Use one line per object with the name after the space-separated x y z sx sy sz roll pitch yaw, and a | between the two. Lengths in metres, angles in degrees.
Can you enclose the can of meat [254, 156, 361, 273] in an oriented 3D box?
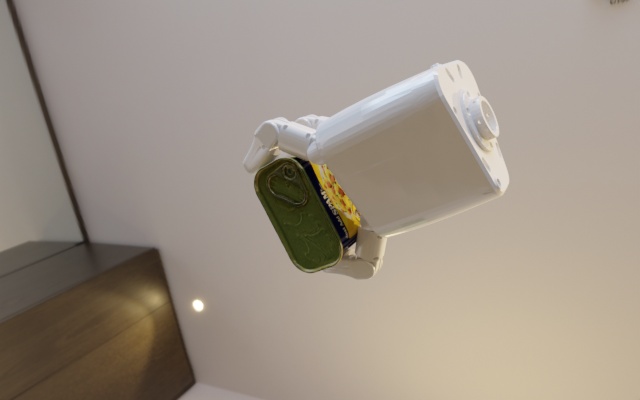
0.000 0.001 0.438 0.057 0.102 0.084 -25 4 36 | can of meat
